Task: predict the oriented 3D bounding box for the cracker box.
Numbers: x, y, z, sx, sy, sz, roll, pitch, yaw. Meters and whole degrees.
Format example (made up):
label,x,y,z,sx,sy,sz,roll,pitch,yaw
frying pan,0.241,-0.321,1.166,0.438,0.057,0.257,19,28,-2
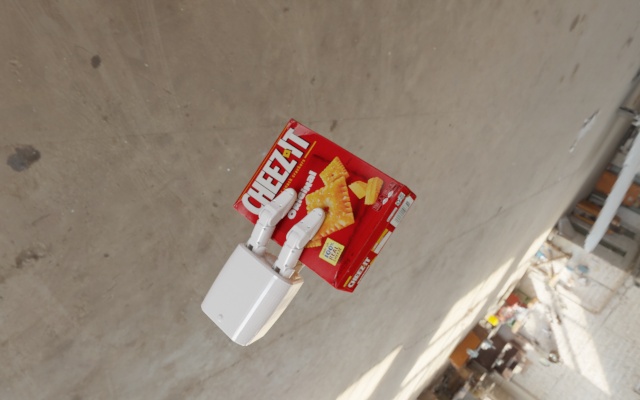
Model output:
label,x,y,z,sx,sy,sz,roll,pitch,yaw
cracker box,0.000,0.002,0.682,0.213,0.164,0.072,34,1,28
